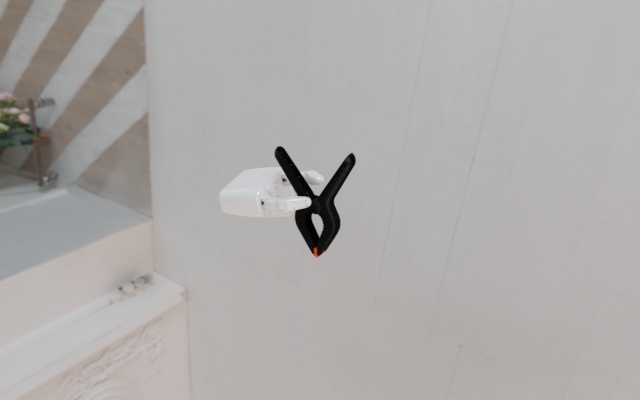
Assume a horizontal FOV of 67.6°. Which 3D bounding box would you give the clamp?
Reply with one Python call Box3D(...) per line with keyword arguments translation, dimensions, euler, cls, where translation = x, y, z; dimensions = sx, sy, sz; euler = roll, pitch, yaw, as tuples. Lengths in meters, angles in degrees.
Box3D(translation=(0.000, 0.004, 0.856), dimensions=(0.164, 0.210, 0.036), euler=(2, 19, 35), cls="clamp")
